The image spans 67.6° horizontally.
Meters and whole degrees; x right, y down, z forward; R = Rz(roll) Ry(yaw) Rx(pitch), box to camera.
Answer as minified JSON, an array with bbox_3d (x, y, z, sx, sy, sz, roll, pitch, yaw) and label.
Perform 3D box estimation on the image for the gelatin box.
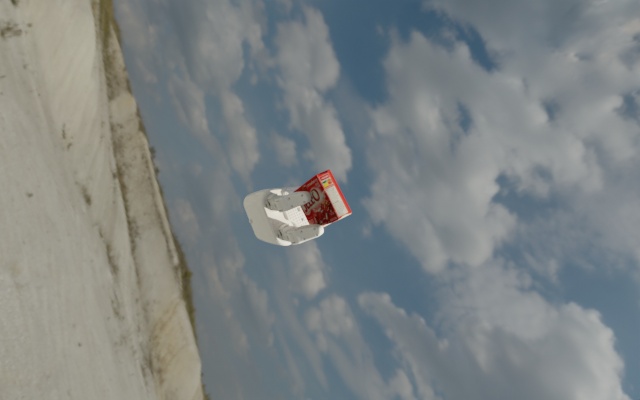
[{"bbox_3d":[0.001,0.002,0.727,0.030,0.073,0.089,-25,-3,-31],"label":"gelatin box"}]
